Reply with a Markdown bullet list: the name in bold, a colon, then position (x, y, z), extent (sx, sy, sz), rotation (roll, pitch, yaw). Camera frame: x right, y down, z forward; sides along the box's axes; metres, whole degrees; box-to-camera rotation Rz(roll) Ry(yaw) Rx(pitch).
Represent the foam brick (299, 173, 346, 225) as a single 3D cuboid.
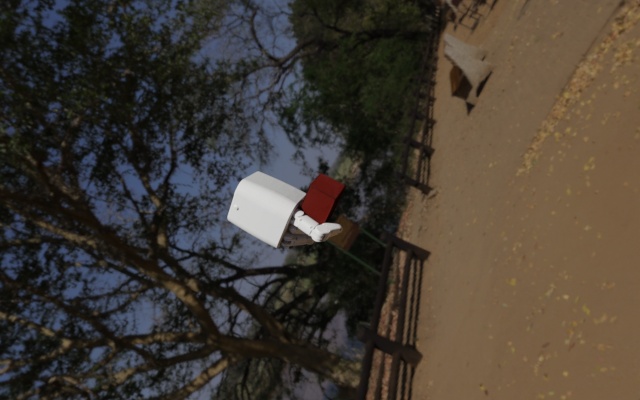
- **foam brick**: position (0.000, 0.002, 0.823), extent (0.051, 0.078, 0.053), rotation (30, 35, 8)
